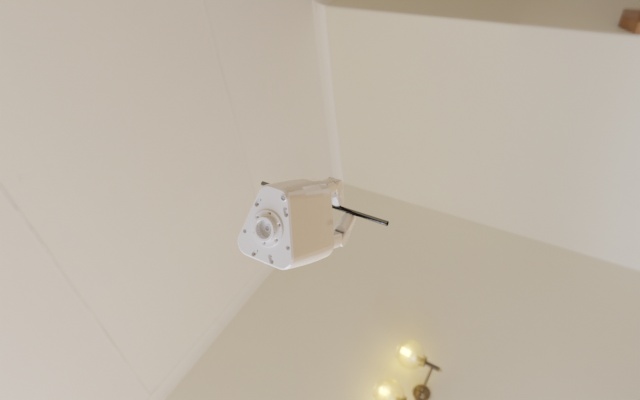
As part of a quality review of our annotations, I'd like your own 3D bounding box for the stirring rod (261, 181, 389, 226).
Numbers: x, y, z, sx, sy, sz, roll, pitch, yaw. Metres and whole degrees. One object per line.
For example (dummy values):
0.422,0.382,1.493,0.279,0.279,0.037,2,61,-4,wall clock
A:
0.000,0.003,0.779,0.239,0.011,0.011,18,8,27,stirring rod
